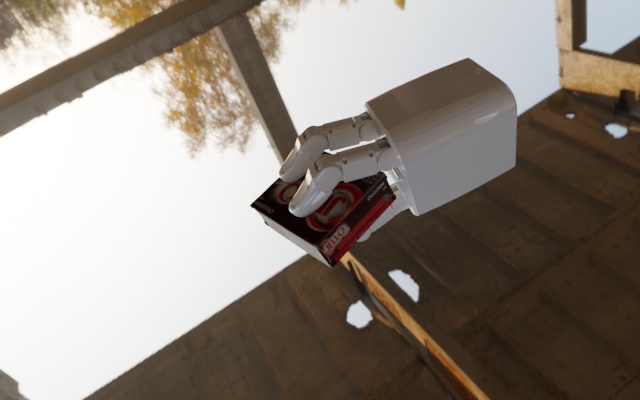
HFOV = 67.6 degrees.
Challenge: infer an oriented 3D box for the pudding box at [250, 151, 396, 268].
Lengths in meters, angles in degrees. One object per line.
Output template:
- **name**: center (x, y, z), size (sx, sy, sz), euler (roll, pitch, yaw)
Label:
- **pudding box**: center (0.000, 0.002, 0.446), size (0.090, 0.039, 0.113), euler (-45, 37, -17)
